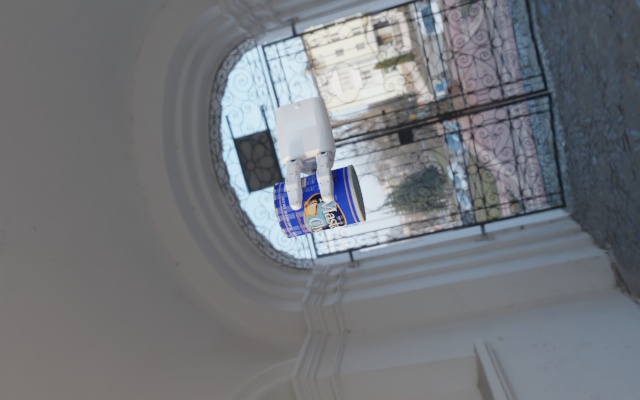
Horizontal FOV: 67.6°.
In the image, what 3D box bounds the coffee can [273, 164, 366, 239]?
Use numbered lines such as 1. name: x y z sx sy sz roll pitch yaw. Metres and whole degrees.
1. coffee can: 0.000 0.003 0.839 0.140 0.103 0.103 -13 -3 11
